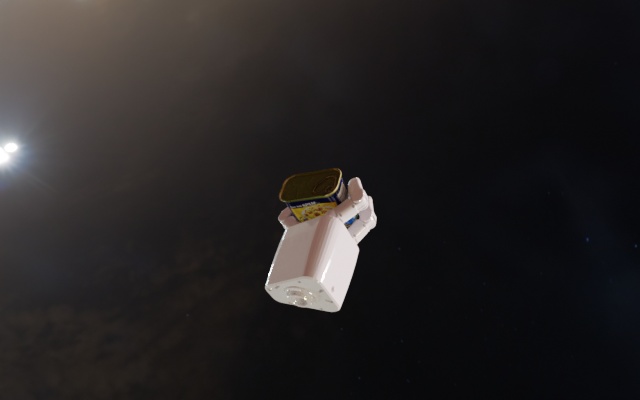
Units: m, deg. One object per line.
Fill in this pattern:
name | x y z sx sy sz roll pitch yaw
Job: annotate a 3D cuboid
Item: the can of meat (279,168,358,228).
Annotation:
can of meat | 0.000 0.003 0.750 0.102 0.057 0.084 -8 -45 27
